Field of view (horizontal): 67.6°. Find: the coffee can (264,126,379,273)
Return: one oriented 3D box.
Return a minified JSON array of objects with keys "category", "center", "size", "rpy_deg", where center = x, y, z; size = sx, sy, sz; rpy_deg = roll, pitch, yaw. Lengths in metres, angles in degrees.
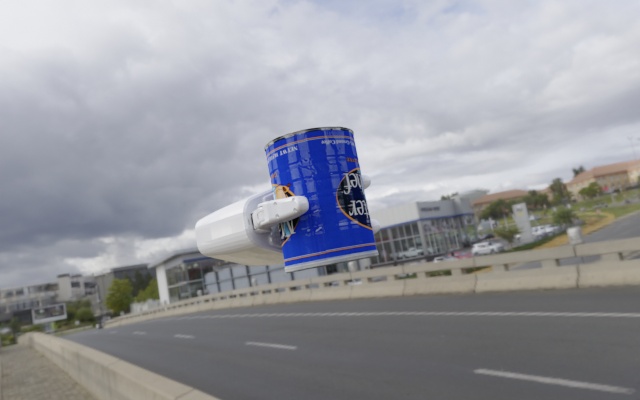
[{"category":"coffee can","center":[0.000,0.002,0.526],"size":[0.103,0.140,0.103],"rpy_deg":[-10,-8,-1]}]
